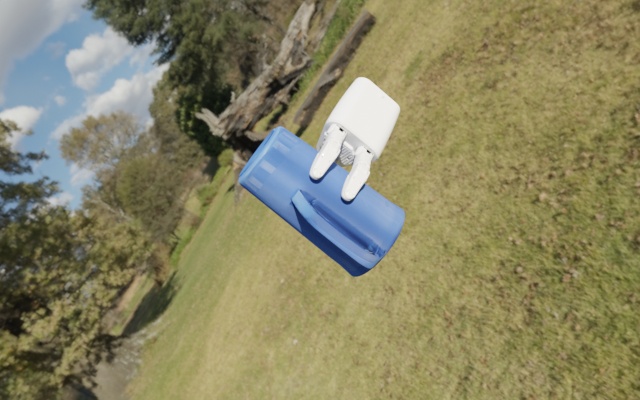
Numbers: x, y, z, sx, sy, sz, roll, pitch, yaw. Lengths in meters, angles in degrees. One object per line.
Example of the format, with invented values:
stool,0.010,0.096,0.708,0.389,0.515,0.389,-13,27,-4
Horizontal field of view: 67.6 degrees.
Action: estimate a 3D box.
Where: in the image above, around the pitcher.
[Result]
pitcher,0.000,0.002,0.726,0.243,0.145,0.149,37,-28,-12
